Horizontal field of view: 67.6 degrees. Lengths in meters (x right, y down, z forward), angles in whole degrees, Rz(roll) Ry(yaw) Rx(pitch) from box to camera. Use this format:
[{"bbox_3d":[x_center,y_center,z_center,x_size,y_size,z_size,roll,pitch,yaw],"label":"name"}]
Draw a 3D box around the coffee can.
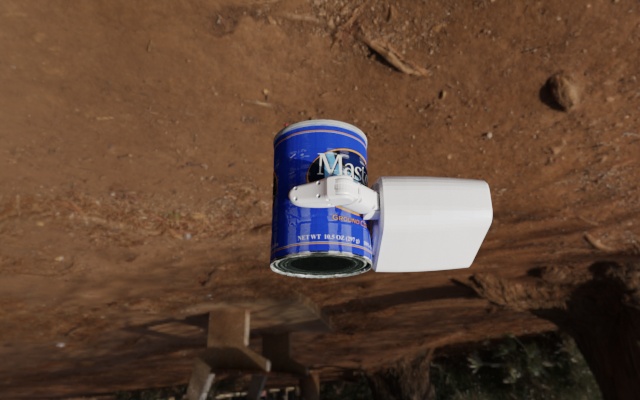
[{"bbox_3d":[0.000,0.001,0.499,0.103,0.140,0.103,0,-21,0],"label":"coffee can"}]
